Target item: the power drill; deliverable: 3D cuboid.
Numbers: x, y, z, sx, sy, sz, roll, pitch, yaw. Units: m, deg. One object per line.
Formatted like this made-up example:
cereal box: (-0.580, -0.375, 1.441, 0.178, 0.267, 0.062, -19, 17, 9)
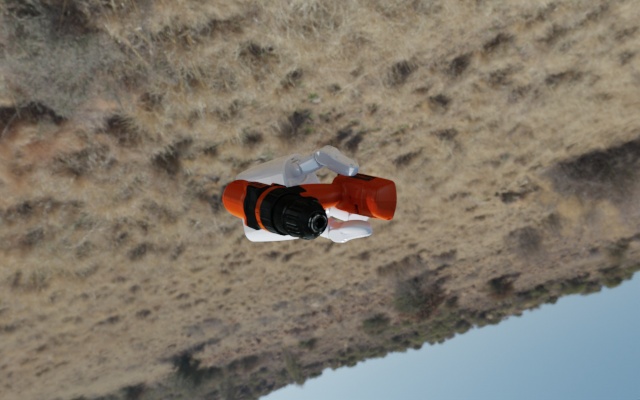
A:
power drill: (0.000, 0.002, 0.571, 0.187, 0.057, 0.184, -4, 13, -36)
